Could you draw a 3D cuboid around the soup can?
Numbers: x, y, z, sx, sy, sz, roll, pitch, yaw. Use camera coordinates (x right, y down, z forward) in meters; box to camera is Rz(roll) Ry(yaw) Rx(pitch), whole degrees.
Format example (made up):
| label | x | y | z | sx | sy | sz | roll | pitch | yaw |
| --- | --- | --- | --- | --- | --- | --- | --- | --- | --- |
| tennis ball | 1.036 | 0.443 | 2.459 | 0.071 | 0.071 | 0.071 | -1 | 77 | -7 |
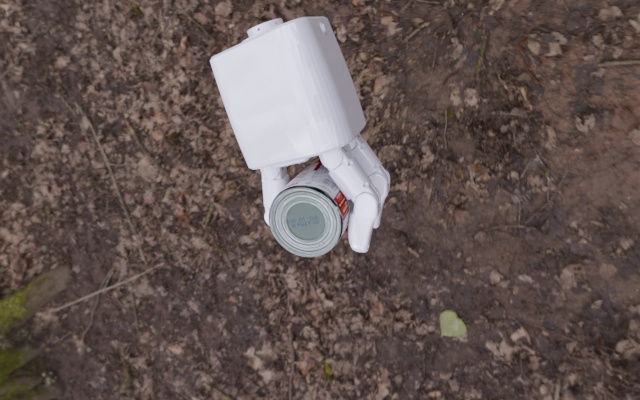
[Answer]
| label | x | y | z | sx | sy | sz | roll | pitch | yaw |
| --- | --- | --- | --- | --- | --- | --- | --- | --- | --- |
| soup can | 0.000 | 0.002 | 0.449 | 0.068 | 0.068 | 0.102 | 0 | 20 | 17 |
